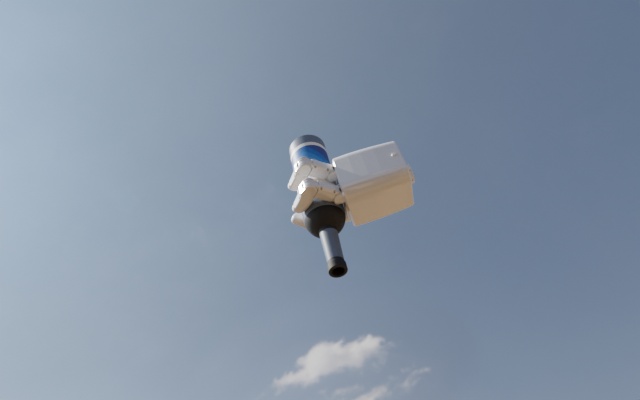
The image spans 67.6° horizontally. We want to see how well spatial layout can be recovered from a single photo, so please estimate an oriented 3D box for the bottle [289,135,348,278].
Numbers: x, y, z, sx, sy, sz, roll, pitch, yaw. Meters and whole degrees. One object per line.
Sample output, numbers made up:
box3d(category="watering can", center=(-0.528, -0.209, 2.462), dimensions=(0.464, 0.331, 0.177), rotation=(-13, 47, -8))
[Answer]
box3d(category="bottle", center=(0.000, 0.002, 0.769), dimensions=(0.069, 0.069, 0.295), rotation=(0, 41, -13))
